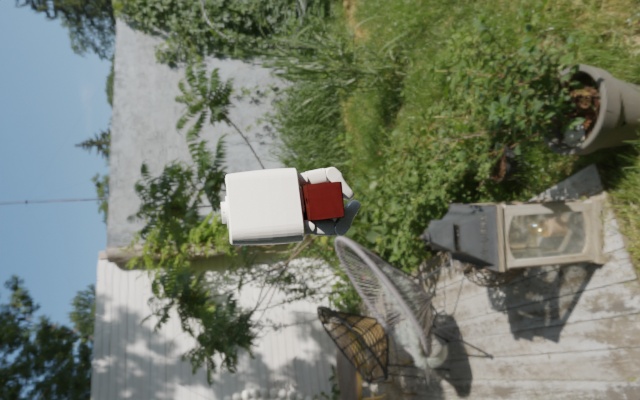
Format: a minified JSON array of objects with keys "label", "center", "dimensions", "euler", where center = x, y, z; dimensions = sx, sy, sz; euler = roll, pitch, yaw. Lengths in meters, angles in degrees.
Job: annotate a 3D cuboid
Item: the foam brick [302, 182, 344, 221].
[{"label":"foam brick","center":[0.000,0.002,0.707],"dimensions":[0.051,0.053,0.078],"euler":[-5,-2,-12]}]
